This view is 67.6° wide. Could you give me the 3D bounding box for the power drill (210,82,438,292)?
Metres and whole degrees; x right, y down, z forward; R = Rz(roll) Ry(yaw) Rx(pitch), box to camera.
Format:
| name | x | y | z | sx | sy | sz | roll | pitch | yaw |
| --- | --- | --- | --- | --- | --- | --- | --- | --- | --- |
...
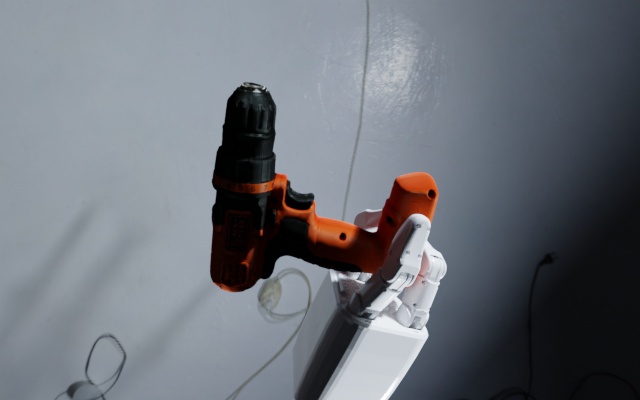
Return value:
| name | x | y | z | sx | sy | sz | roll | pitch | yaw |
| --- | --- | --- | --- | --- | --- | --- | --- | --- | --- |
| power drill | 0.000 | 0.002 | 0.415 | 0.187 | 0.184 | 0.057 | 8 | 23 | -6 |
